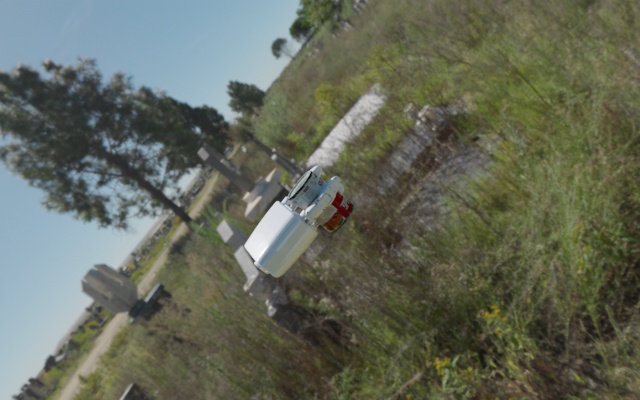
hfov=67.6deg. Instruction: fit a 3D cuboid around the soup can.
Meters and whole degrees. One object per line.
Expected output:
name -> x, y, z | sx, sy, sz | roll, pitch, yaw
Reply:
soup can -> 0.000, 0.002, 0.857 | 0.102, 0.068, 0.068 | 39, -10, -13
